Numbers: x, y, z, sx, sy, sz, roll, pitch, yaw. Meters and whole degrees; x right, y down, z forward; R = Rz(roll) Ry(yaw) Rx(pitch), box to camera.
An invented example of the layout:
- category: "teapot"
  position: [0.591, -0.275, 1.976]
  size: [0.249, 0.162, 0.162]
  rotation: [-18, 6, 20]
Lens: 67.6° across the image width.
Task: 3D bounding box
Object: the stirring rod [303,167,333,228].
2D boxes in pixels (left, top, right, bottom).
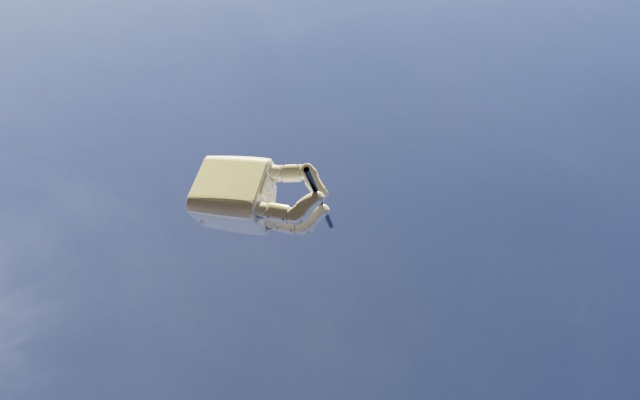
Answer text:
- category: "stirring rod"
  position: [0.000, 0.002, 0.720]
  size: [0.011, 0.011, 0.240]
  rotation: [0, -20, 9]
